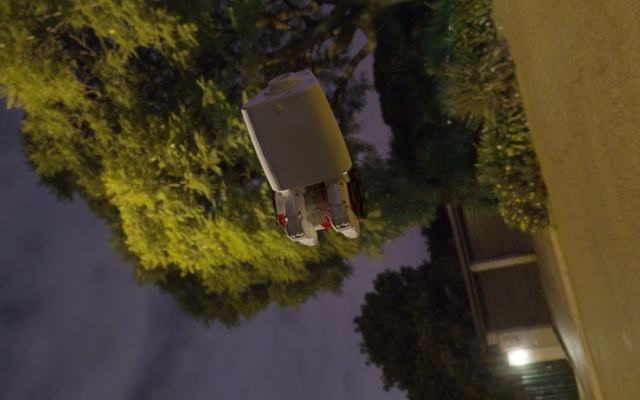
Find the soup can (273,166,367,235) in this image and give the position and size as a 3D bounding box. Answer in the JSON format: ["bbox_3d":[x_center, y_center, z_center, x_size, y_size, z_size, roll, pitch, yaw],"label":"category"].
[{"bbox_3d":[0.000,0.002,0.596,0.102,0.068,0.068,-14,-4,17],"label":"soup can"}]
